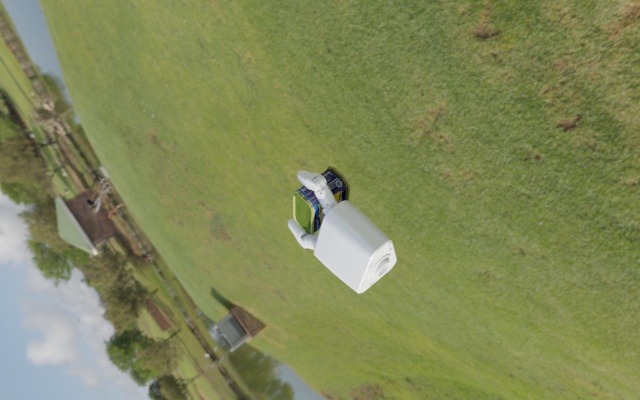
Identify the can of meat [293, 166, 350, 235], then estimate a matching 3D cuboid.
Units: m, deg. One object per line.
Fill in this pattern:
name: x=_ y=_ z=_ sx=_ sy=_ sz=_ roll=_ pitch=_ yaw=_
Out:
can of meat: x=0.000 y=0.003 z=0.829 sx=0.084 sy=0.057 sz=0.102 roll=-35 pitch=-28 yaw=-25
